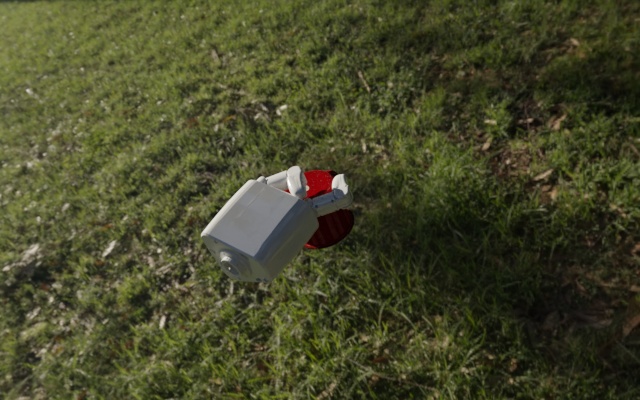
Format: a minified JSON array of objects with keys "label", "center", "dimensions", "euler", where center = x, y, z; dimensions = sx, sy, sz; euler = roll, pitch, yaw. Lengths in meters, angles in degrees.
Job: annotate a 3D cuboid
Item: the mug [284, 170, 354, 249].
[{"label":"mug","center":[0.001,0.001,0.705],"dimensions":[0.093,0.081,0.117],"euler":[8,47,36]}]
